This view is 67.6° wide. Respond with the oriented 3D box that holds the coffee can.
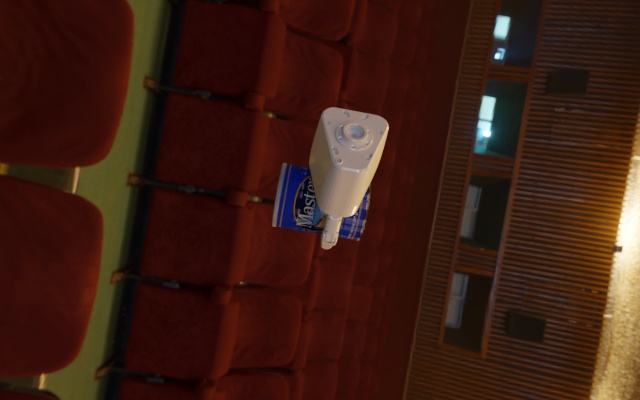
[{"bbox_3d":[0.000,0.003,0.761,0.140,0.103,0.103,10,-1,-3],"label":"coffee can"}]
